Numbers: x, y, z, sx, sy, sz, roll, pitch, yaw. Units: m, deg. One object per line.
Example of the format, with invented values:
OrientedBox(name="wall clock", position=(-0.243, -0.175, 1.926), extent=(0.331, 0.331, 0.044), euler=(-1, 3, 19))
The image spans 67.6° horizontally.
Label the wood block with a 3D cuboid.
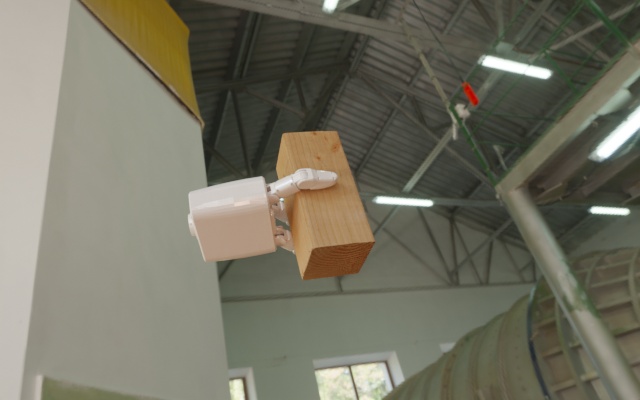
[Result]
OrientedBox(name="wood block", position=(0.000, 0.002, 0.711), extent=(0.090, 0.206, 0.091), euler=(-4, -35, -17))
